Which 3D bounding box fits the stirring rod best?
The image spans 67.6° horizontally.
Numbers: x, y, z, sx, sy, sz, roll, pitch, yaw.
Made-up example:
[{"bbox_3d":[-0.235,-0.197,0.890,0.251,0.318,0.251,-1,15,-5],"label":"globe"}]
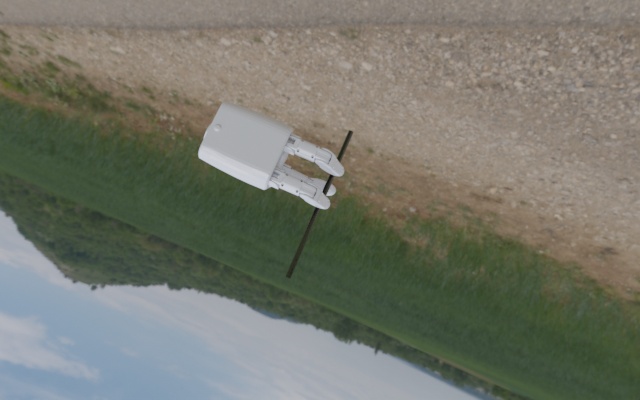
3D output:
[{"bbox_3d":[0.000,0.002,0.707,0.011,0.239,0.011,22,-12,5],"label":"stirring rod"}]
